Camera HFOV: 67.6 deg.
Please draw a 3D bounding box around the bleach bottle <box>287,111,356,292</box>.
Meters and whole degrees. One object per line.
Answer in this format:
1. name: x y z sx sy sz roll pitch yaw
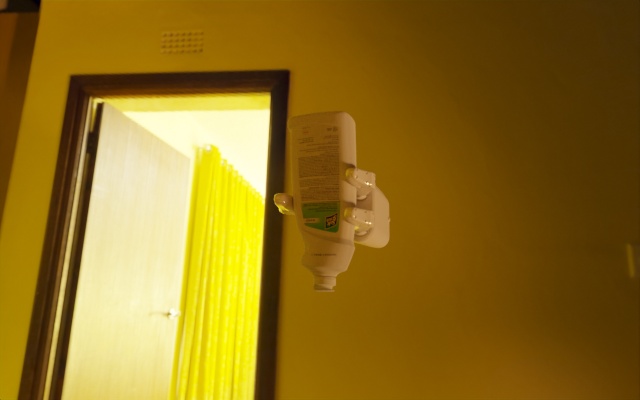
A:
1. bleach bottle: 0.000 0.002 0.682 0.102 0.250 0.068 -4 -14 21
